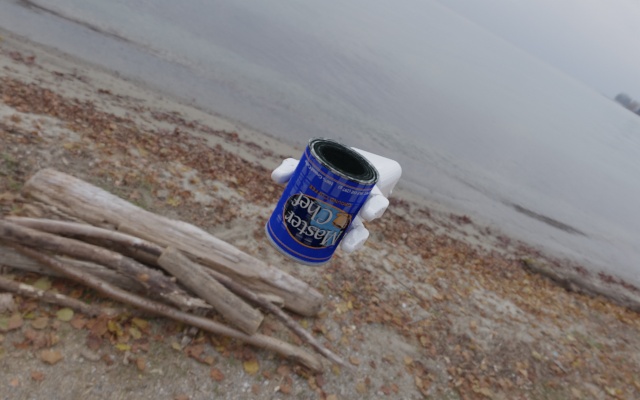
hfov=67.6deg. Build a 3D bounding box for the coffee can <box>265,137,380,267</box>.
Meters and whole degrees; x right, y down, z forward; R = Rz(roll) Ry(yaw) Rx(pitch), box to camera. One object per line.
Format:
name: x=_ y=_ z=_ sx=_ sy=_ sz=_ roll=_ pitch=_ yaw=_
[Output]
coffee can: x=0.000 y=0.002 z=0.634 sx=0.103 sy=0.140 sz=0.102 roll=23 pitch=27 yaw=-12
